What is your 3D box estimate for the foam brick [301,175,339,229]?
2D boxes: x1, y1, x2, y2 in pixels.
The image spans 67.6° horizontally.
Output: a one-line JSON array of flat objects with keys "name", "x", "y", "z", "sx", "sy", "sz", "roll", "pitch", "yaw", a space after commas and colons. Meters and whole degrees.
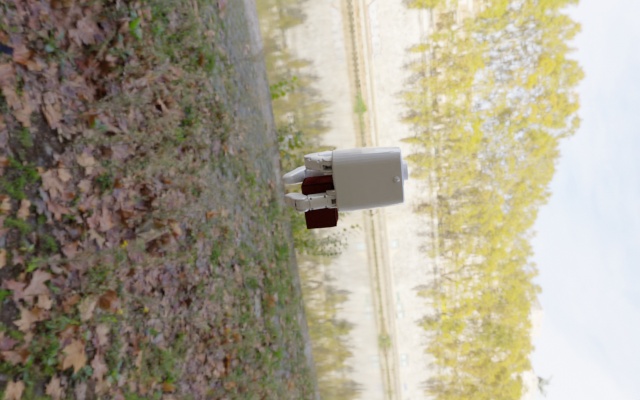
[{"name": "foam brick", "x": 0.000, "y": 0.003, "z": 0.791, "sx": 0.051, "sy": 0.078, "sz": 0.053, "roll": -5, "pitch": 18, "yaw": 6}]
